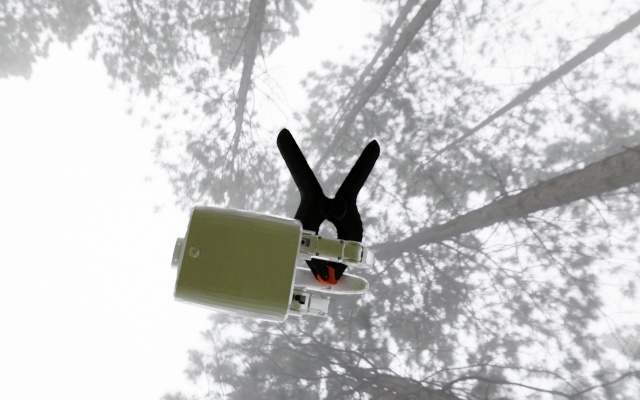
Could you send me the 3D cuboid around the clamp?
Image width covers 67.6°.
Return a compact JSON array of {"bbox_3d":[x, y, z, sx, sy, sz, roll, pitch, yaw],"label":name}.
[{"bbox_3d":[0.000,0.002,0.517,0.120,0.171,0.039,12,-14,-12],"label":"clamp"}]
